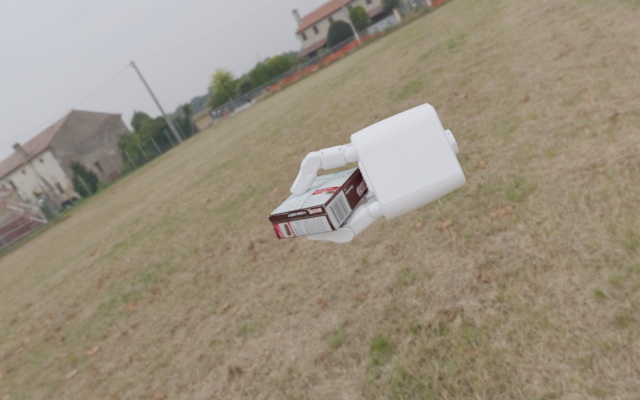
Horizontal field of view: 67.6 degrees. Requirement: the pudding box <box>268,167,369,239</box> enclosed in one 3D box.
[{"bbox_3d":[0.000,0.002,0.613,0.090,0.039,0.113,-12,20,35],"label":"pudding box"}]
